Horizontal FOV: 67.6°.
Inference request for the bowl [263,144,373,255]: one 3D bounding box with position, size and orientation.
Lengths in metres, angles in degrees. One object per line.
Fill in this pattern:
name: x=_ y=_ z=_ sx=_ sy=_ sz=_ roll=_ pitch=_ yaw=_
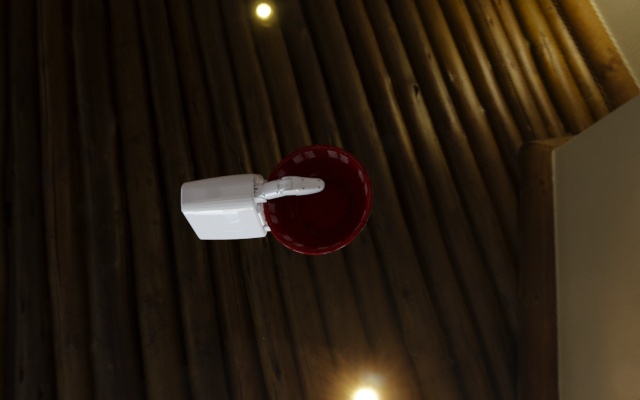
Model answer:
bowl: x=0.001 y=0.003 z=0.701 sx=0.162 sy=0.162 sz=0.055 roll=0 pitch=-14 yaw=14
